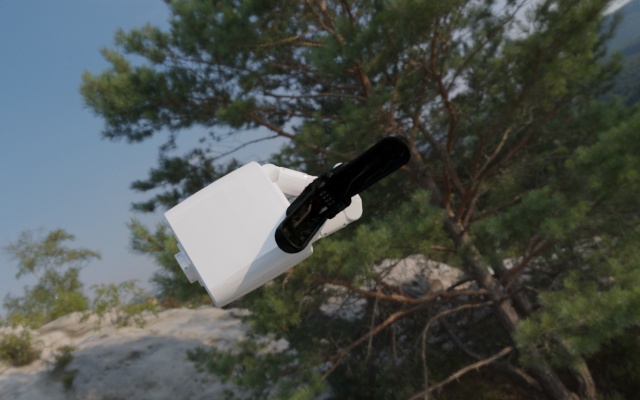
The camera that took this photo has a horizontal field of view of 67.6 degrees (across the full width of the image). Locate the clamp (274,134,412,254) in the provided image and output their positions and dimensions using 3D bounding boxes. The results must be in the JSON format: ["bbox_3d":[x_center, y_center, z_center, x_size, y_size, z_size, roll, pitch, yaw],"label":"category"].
[{"bbox_3d":[0.000,0.001,0.406,0.120,0.039,0.171,-34,1,-16],"label":"clamp"}]
